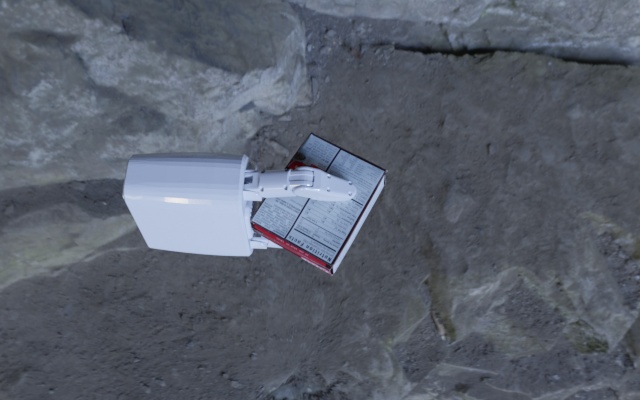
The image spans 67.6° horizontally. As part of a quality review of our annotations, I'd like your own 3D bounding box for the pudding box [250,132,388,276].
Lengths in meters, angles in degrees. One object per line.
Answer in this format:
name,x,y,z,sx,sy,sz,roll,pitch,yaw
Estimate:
pudding box,0.000,0.001,0.460,0.090,0.113,0.039,28,-16,11
